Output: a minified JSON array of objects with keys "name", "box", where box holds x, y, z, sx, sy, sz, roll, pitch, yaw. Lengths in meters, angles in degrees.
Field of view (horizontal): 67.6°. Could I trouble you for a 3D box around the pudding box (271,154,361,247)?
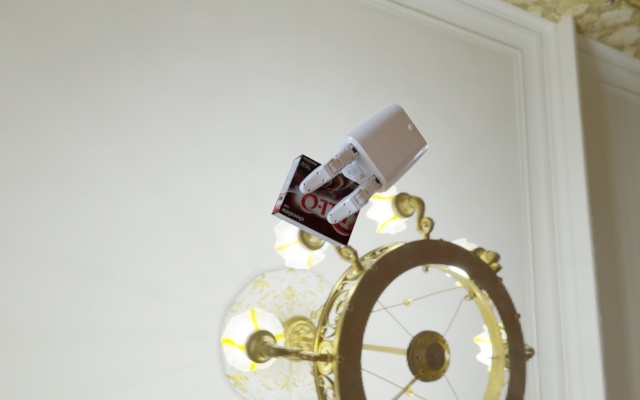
[{"name":"pudding box","box":[0.000,0.002,0.663,0.113,0.090,0.039,26,-18,-16]}]
